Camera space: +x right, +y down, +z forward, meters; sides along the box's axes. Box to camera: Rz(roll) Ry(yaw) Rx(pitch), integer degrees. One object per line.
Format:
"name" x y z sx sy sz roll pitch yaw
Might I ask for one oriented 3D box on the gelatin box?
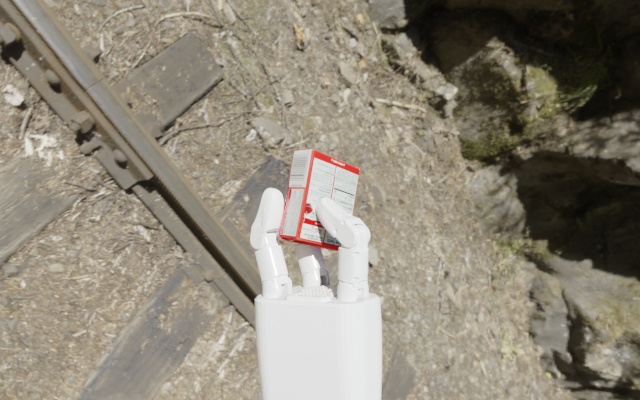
"gelatin box" 0.000 0.001 0.470 0.030 0.089 0.073 3 -10 44
